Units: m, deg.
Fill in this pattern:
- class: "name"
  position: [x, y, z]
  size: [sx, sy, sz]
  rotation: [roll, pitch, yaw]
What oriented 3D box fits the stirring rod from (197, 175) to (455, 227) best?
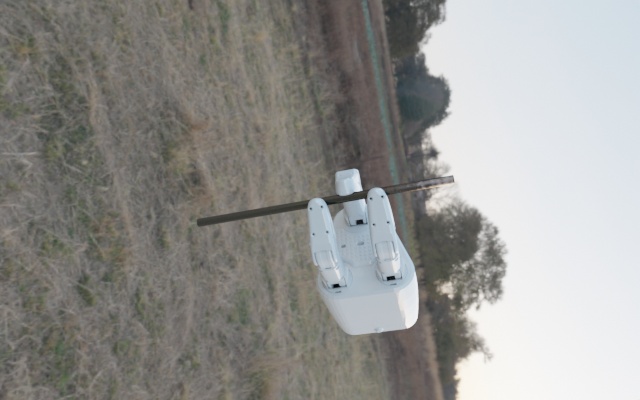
- class: "stirring rod"
  position: [0.000, 0.001, 0.439]
  size: [0.239, 0.011, 0.011]
  rotation: [-10, -2, 9]
